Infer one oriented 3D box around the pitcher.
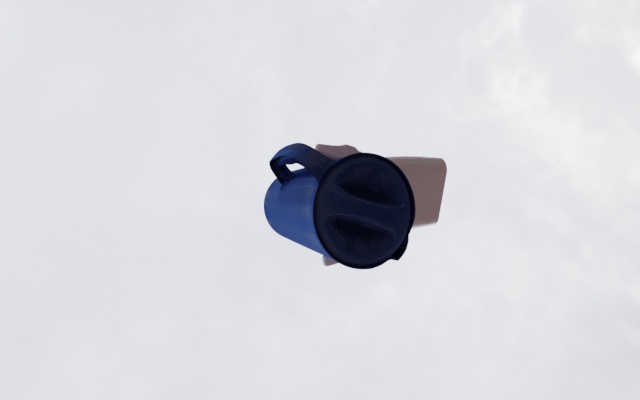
[{"bbox_3d":[0.000,0.002,0.643,0.145,0.149,0.243,-5,3,-24],"label":"pitcher"}]
